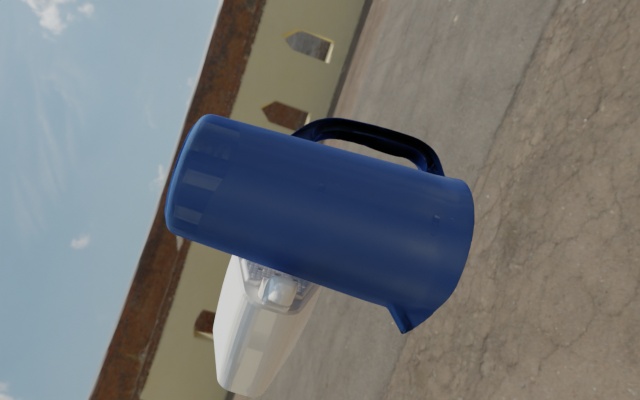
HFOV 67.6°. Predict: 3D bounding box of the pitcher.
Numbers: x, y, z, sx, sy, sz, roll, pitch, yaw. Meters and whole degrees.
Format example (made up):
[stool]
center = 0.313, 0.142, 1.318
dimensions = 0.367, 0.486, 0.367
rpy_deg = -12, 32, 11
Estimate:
[pitcher]
center = 0.000, 0.002, 0.427
dimensions = 0.243, 0.145, 0.149
rpy_deg = 18, 20, -7
